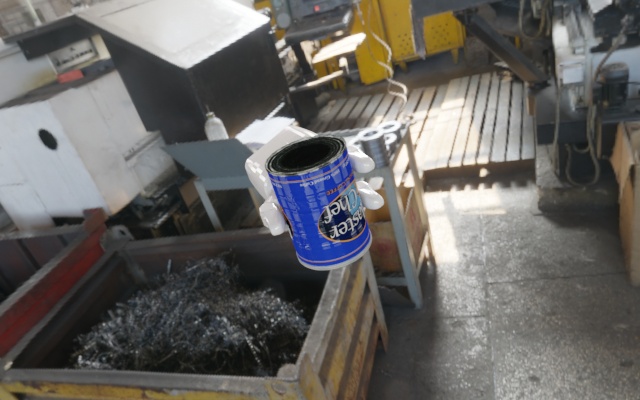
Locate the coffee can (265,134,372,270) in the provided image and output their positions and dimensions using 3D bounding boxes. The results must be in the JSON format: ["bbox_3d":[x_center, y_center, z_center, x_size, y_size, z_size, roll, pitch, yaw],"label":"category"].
[{"bbox_3d":[0.000,0.002,0.603,0.103,0.140,0.102,-14,28,7],"label":"coffee can"}]
